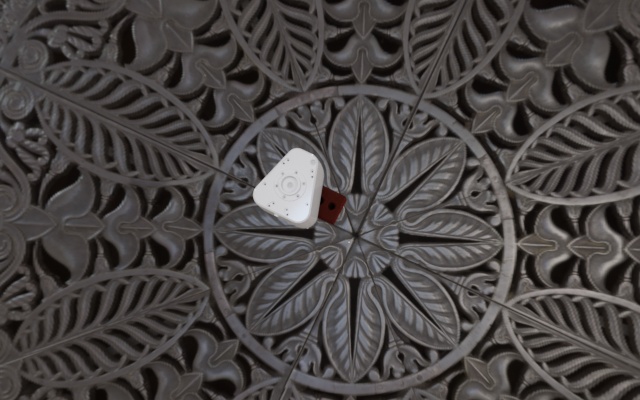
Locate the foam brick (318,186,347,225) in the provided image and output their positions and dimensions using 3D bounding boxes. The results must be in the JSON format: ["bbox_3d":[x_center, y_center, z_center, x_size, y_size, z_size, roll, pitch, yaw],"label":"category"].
[{"bbox_3d":[0.000,0.003,0.832,0.078,0.053,0.051,25,-4,5],"label":"foam brick"}]
